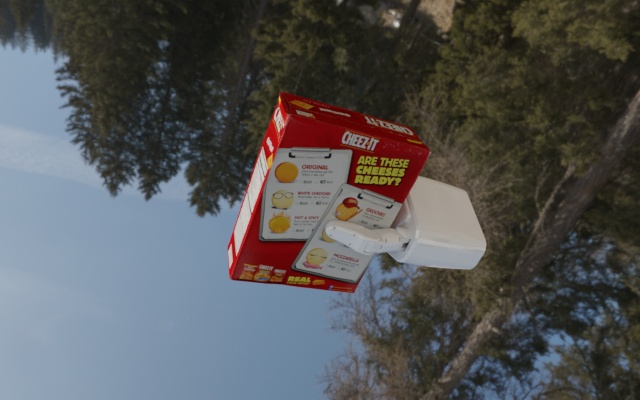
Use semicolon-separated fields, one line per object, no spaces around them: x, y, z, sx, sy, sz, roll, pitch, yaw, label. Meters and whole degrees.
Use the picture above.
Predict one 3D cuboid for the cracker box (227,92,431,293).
0.000;0.002;0.547;0.164;0.214;0.072;11;30;-23;cracker box
